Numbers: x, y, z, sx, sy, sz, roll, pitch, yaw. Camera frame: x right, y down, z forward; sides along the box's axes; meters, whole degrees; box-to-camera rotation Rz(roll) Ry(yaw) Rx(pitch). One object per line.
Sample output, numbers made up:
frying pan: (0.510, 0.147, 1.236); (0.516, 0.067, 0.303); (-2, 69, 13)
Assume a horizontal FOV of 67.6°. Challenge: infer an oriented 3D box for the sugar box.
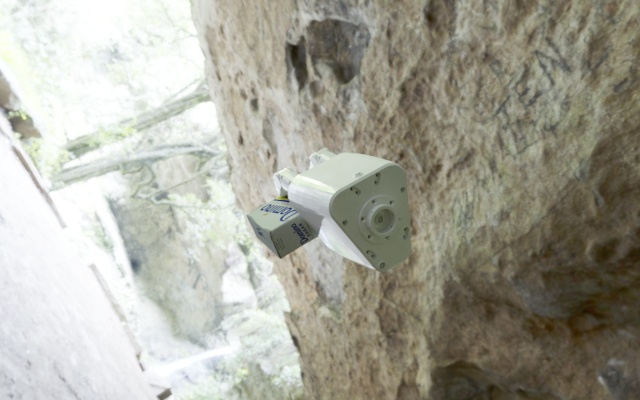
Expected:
sugar box: (0.000, 0.002, 0.615); (0.176, 0.048, 0.093); (-28, 22, -18)
